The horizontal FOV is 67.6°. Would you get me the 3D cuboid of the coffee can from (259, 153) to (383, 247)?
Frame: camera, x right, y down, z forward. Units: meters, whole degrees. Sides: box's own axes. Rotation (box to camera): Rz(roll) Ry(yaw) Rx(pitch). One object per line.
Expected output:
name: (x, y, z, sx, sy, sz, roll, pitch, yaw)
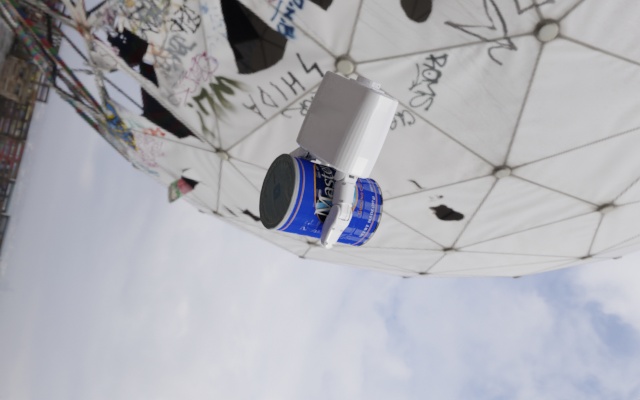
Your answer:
coffee can: (0.000, 0.002, 0.660, 0.140, 0.103, 0.103, 14, -7, -30)
